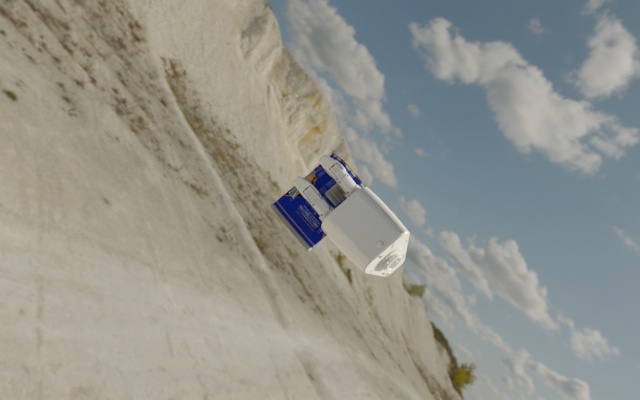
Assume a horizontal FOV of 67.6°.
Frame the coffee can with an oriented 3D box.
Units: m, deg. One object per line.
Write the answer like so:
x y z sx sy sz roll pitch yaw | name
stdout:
0.000 0.003 0.816 0.140 0.103 0.103 -40 3 -3 | coffee can
